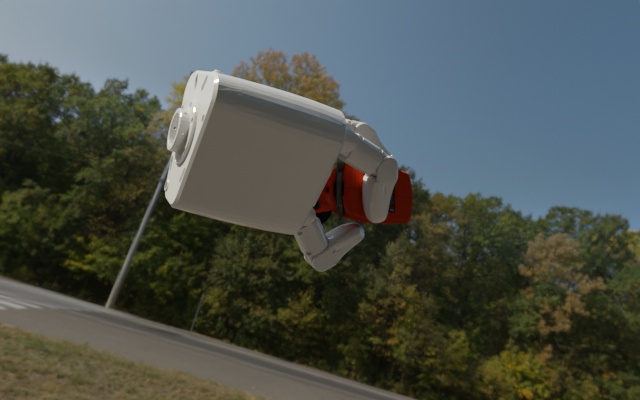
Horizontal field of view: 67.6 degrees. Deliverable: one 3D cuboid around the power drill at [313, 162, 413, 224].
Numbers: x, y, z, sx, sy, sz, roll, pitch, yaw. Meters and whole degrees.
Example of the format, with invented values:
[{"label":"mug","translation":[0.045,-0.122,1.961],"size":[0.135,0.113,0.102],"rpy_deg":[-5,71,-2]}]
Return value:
[{"label":"power drill","translation":[0.000,0.002,0.515],"size":[0.187,0.057,0.184],"rpy_deg":[-7,-8,40]}]
